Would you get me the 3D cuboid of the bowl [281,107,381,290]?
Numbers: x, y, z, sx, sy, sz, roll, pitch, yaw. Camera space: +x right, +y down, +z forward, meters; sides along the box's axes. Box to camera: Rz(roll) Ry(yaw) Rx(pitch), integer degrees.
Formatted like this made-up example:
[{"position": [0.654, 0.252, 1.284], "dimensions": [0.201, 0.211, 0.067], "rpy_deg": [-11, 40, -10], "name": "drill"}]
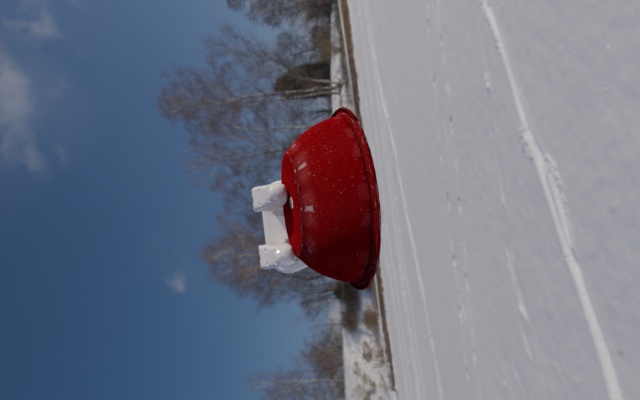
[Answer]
[{"position": [0.000, 0.001, 0.419], "dimensions": [0.055, 0.162, 0.162], "rpy_deg": [-6, 1, -13], "name": "bowl"}]
